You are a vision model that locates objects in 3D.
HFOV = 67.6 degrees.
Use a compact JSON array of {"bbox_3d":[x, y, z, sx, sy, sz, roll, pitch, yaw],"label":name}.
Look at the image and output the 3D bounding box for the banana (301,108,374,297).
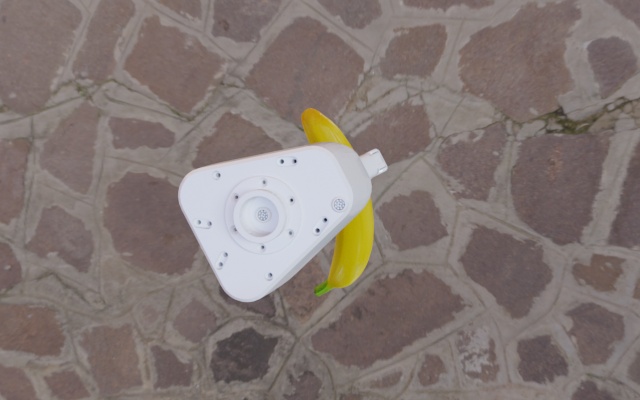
[{"bbox_3d":[0.018,0.004,0.482,0.069,0.198,0.037,-2,6,14],"label":"banana"}]
